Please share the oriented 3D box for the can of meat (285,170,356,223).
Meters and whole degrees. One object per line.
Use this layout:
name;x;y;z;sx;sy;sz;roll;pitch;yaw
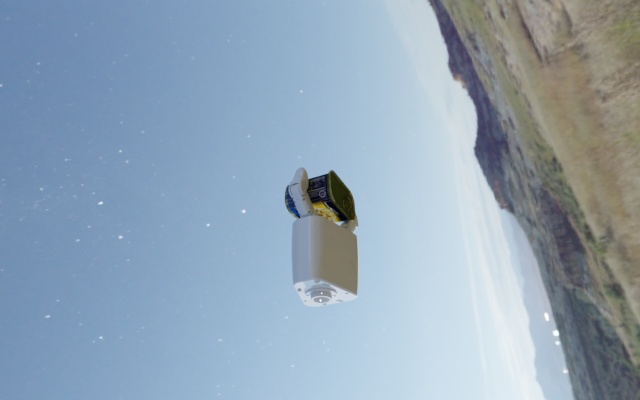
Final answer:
can of meat;0.000;0.003;0.790;0.084;0.057;0.102;-15;-33;21
